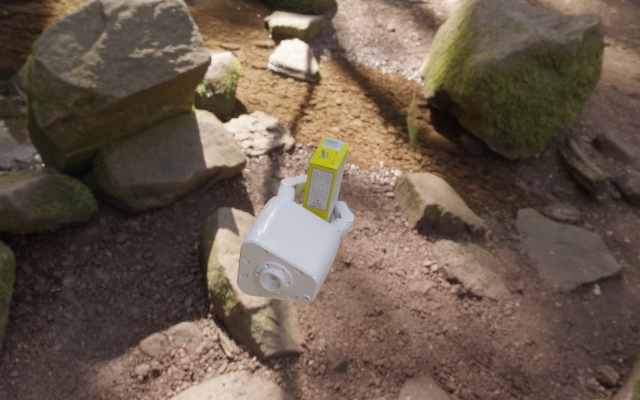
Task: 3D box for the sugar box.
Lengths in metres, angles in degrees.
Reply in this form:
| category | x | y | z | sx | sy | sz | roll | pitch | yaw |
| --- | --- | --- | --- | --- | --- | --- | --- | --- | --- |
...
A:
| category | x | y | z | sx | sy | sz | roll | pitch | yaw |
| --- | --- | --- | --- | --- | --- | --- | --- | --- | --- |
| sugar box | 0.000 | 0.002 | 0.722 | 0.048 | 0.176 | 0.093 | 17 | 33 | 6 |
